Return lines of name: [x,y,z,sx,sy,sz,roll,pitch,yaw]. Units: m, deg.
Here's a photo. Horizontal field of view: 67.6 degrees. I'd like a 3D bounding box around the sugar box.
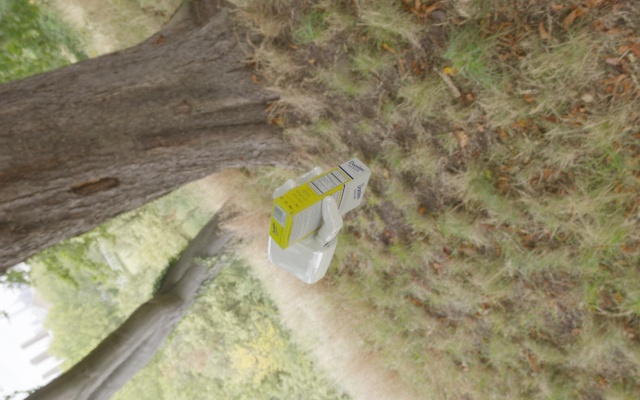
sugar box: [0.000,0.002,0.782,0.176,0.093,0.048,-31,62,-33]
